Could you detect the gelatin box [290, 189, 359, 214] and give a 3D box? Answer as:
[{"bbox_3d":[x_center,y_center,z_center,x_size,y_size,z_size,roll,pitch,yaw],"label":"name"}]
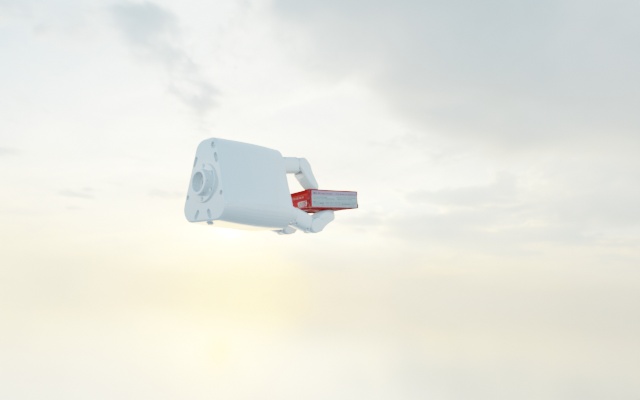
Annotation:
[{"bbox_3d":[0.000,0.002,0.715,0.089,0.030,0.073,1,-6,-34],"label":"gelatin box"}]
